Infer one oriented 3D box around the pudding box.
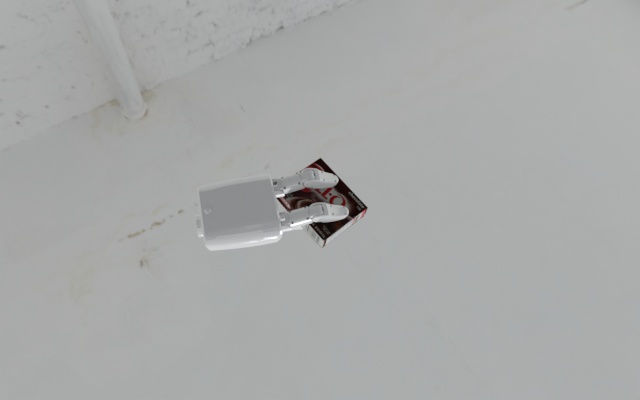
[{"bbox_3d":[0.000,0.002,0.721,0.090,0.113,0.039,-36,-15,-22],"label":"pudding box"}]
